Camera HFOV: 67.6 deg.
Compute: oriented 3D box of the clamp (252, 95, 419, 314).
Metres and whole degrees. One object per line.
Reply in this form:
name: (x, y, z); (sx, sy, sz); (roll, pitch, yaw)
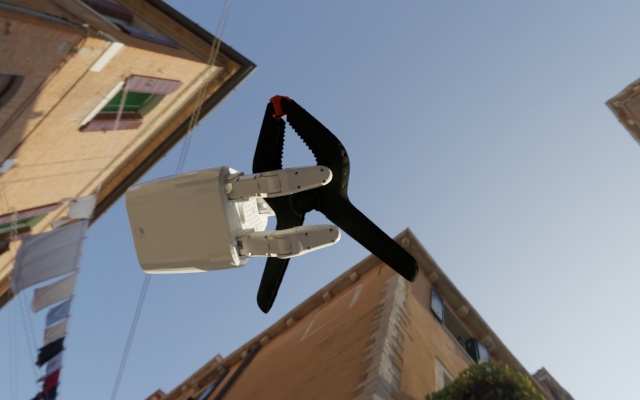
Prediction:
clamp: (0.000, 0.001, 0.457); (0.164, 0.210, 0.036); (-8, 8, 12)
